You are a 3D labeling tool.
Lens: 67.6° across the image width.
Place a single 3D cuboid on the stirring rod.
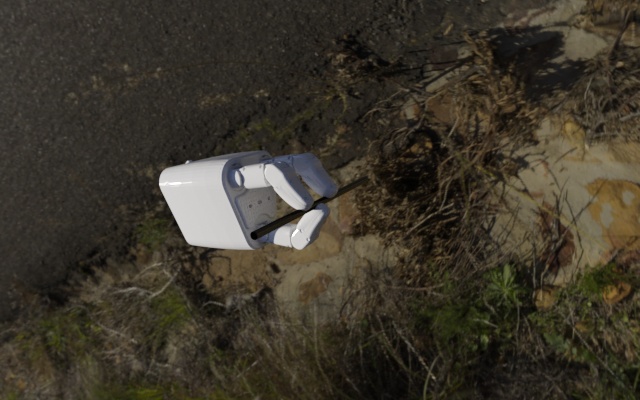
[{"bbox_3d":[0.000,0.002,0.521,0.011,0.011,0.239,0,14,30],"label":"stirring rod"}]
